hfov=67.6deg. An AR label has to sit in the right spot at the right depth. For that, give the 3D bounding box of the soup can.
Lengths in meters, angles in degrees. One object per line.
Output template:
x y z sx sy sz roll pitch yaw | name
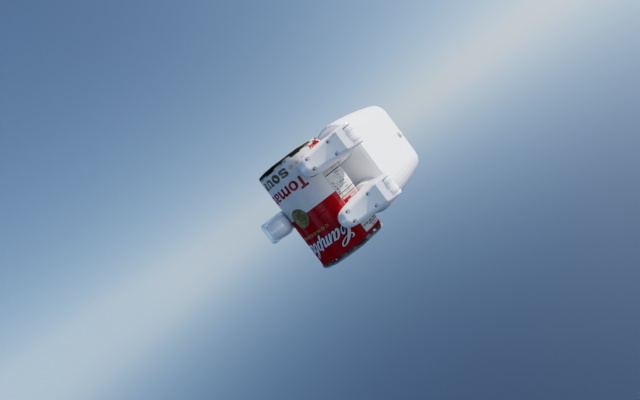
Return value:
0.000 0.001 0.439 0.068 0.102 0.068 -37 2 2 | soup can
